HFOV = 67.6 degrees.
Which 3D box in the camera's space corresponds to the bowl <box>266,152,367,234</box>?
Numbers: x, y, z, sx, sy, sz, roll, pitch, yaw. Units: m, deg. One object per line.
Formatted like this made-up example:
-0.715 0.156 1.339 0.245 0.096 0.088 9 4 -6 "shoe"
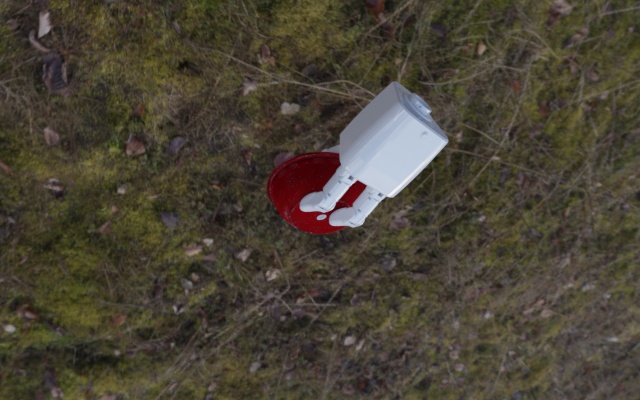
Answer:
0.000 0.003 0.709 0.162 0.055 0.162 -2 -38 -1 "bowl"
